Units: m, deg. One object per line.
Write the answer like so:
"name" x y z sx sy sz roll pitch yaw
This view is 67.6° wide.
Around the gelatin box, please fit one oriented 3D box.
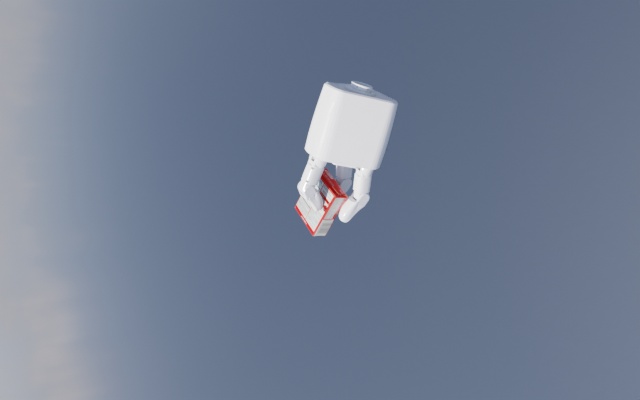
"gelatin box" 0.000 0.003 0.786 0.030 0.089 0.073 2 39 -38
